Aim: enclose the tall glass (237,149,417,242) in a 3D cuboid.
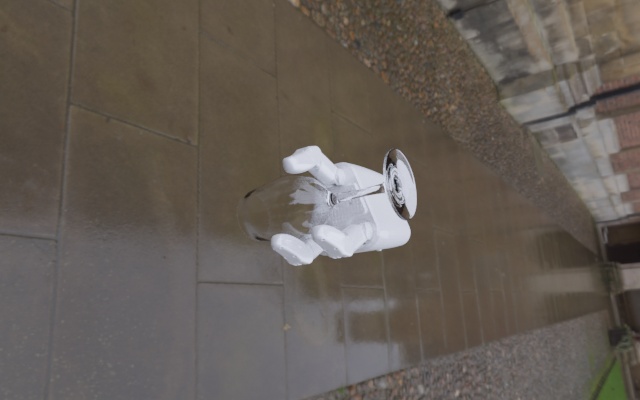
[{"bbox_3d":[0.001,0.002,0.535,0.201,0.079,0.079,-12,-7,32],"label":"tall glass"}]
